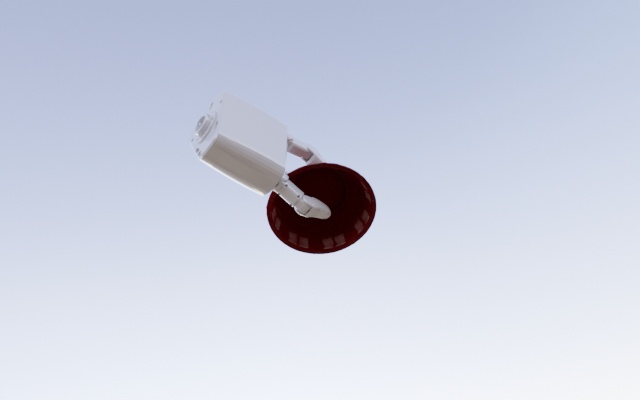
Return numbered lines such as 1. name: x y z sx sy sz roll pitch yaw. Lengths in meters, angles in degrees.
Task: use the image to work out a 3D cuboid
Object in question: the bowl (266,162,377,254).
1. bowl: 0.001 0.003 0.718 0.162 0.162 0.055 0 33 -5
